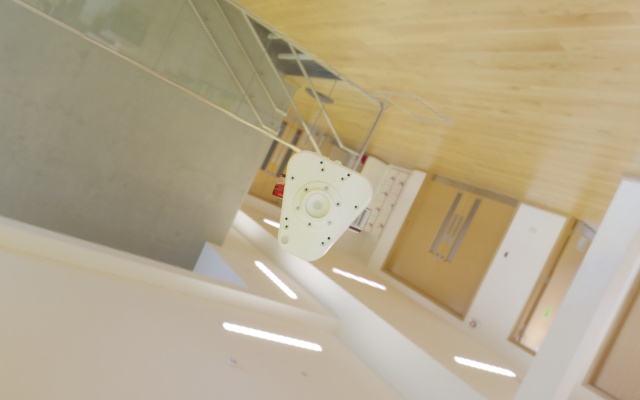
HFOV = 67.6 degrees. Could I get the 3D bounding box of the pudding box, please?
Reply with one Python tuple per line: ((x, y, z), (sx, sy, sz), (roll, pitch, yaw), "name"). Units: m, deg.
((0.000, 0.002, 0.659), (0.113, 0.039, 0.090), (26, -2, -27), "pudding box")
